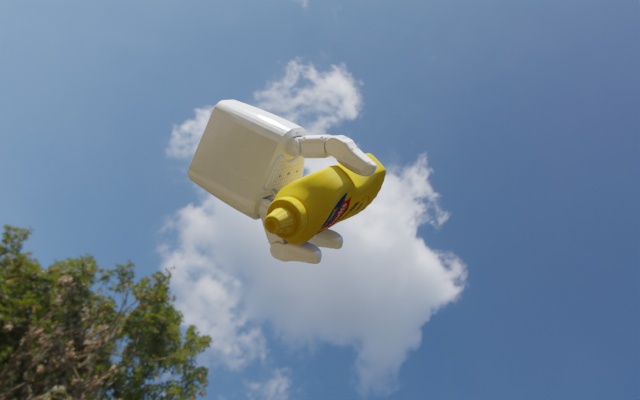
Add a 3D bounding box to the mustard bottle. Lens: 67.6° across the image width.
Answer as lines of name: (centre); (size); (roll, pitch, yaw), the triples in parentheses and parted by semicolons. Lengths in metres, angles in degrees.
mustard bottle: (0.000, 0.002, 0.523); (0.096, 0.058, 0.191); (-47, -12, 30)
